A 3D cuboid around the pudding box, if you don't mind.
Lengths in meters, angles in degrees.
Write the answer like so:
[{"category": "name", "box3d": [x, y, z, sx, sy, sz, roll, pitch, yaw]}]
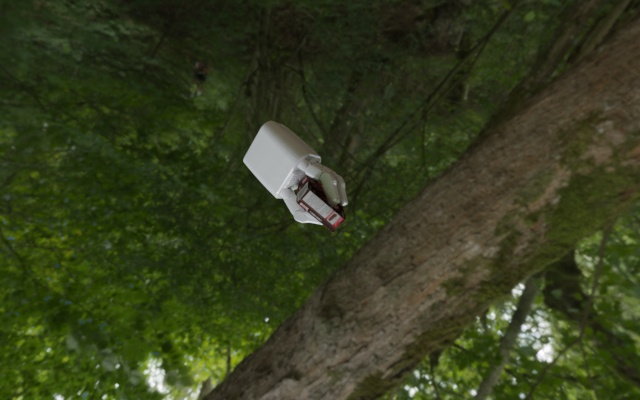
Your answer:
[{"category": "pudding box", "box3d": [0.000, 0.003, 0.883, 0.090, 0.039, 0.113, 39, 14, -12]}]
